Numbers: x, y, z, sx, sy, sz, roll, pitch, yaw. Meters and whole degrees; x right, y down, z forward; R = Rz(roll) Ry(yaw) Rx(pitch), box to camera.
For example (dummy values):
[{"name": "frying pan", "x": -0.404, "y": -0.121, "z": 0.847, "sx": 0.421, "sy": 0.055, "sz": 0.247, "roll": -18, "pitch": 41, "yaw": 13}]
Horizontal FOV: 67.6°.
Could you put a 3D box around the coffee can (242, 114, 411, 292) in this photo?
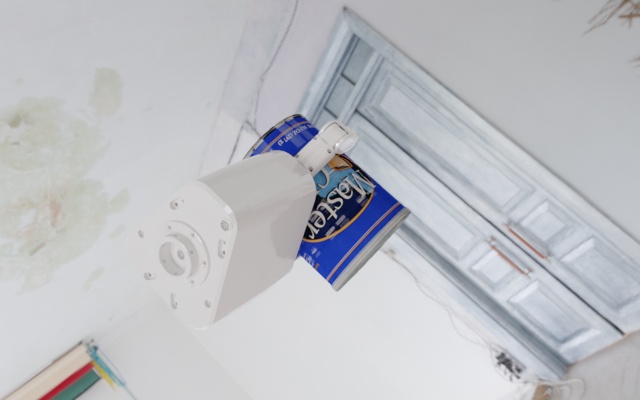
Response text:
[{"name": "coffee can", "x": 0.000, "y": 0.002, "z": 0.457, "sx": 0.140, "sy": 0.103, "sz": 0.103, "roll": 43, "pitch": 10, "yaw": 11}]
